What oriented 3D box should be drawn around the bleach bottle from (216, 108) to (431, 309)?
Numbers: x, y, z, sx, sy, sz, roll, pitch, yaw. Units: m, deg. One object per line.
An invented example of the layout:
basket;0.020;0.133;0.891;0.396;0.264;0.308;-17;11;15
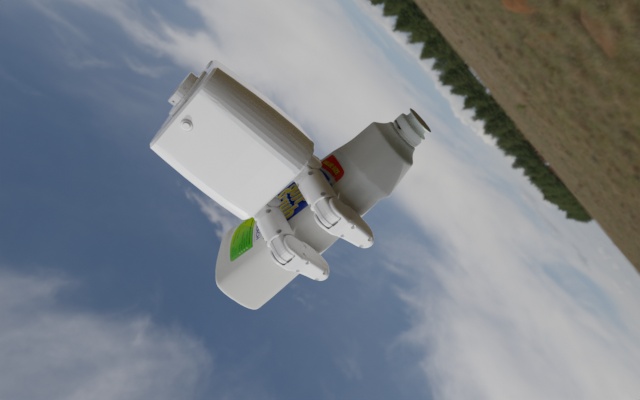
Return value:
bleach bottle;0.000;0.002;0.470;0.068;0.251;0.102;39;25;-23
